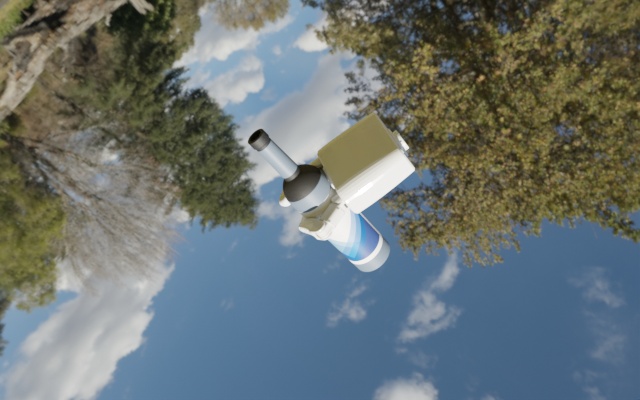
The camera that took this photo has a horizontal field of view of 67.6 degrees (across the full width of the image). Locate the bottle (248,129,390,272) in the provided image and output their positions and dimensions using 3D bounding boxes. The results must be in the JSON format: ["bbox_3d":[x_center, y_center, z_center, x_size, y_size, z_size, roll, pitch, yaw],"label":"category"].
[{"bbox_3d":[0.000,0.003,0.713,0.069,0.069,0.296,0,-37,47],"label":"bottle"}]
